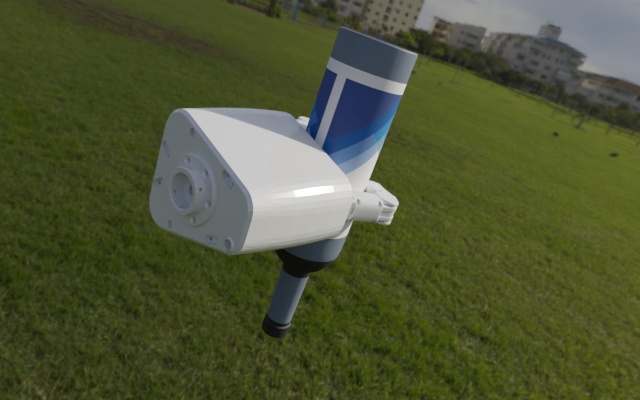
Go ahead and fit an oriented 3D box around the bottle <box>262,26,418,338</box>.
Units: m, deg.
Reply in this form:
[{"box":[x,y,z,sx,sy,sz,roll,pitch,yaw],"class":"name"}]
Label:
[{"box":[0.000,0.001,0.433,0.069,0.296,0.069,17,21,-7],"class":"bottle"}]
